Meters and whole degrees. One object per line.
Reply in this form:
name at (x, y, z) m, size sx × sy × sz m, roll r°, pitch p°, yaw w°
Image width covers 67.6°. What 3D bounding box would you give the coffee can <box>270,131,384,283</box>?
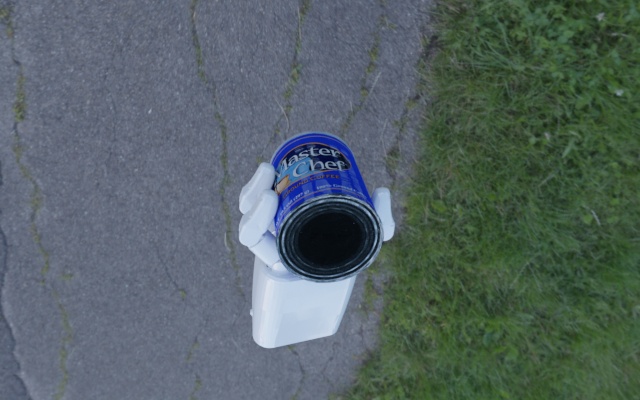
coffee can at (0.000, 0.001, 0.502) m, size 0.103 × 0.103 × 0.140 m, roll 0°, pitch 32°, yaw -9°
